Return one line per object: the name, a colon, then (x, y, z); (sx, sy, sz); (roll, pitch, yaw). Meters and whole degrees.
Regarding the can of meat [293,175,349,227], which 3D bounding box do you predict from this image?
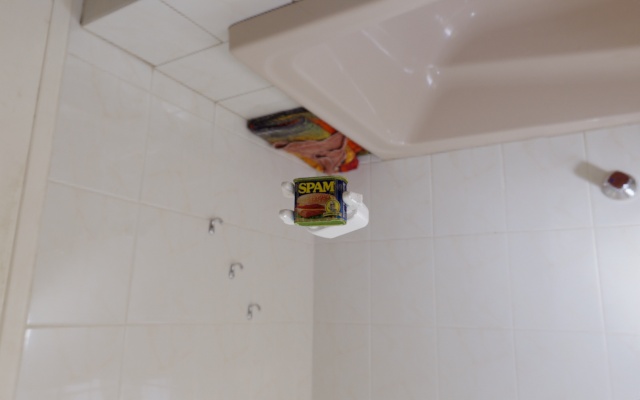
can of meat: (0.000, 0.003, 0.884); (0.102, 0.084, 0.057); (-3, -13, 17)
